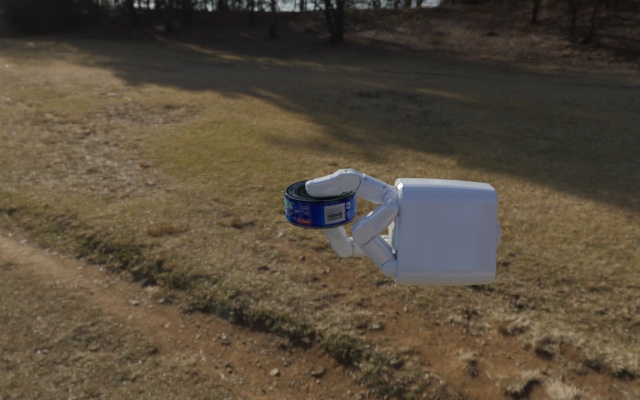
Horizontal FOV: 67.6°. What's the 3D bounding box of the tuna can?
[{"bbox_3d":[0.000,0.001,0.563,0.086,0.034,0.086,-2,20,1],"label":"tuna can"}]
